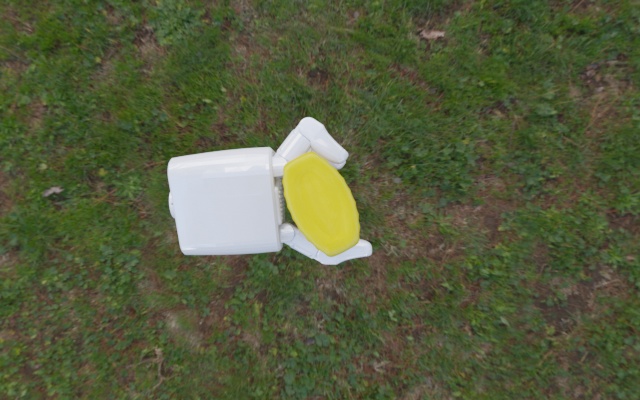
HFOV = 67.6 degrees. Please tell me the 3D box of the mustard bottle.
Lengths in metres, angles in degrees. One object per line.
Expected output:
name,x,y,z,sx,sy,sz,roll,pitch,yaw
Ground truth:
mustard bottle,0.000,0.002,0.515,0.058,0.096,0.191,-29,1,0
